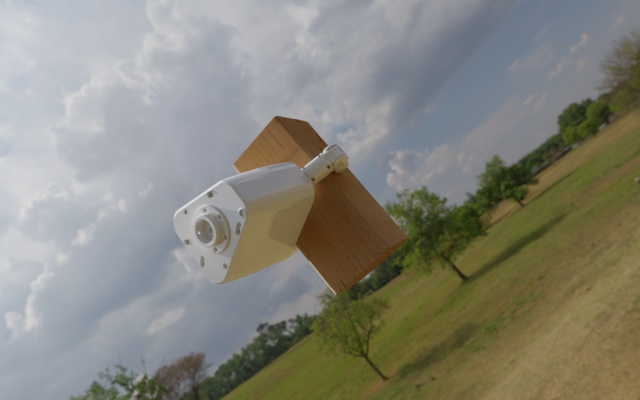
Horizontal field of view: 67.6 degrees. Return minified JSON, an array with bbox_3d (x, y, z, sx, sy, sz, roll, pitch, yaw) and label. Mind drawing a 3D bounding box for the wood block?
[{"bbox_3d":[0.000,0.002,0.595,0.091,0.206,0.090,-45,-15,21],"label":"wood block"}]
